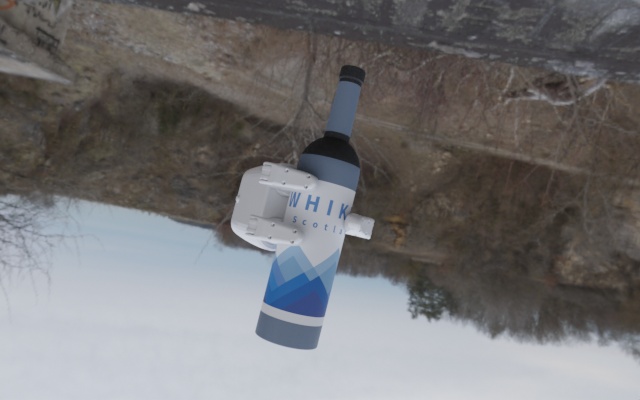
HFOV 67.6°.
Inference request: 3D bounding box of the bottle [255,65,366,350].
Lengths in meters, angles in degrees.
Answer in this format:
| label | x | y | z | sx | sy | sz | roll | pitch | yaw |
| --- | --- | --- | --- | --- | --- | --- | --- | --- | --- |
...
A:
| label | x | y | z | sx | sy | sz | roll | pitch | yaw |
| --- | --- | --- | --- | --- | --- | --- | --- | --- | --- |
| bottle | 0.000 | 0.002 | 0.505 | 0.069 | 0.295 | 0.069 | 14 | -4 | 1 |
